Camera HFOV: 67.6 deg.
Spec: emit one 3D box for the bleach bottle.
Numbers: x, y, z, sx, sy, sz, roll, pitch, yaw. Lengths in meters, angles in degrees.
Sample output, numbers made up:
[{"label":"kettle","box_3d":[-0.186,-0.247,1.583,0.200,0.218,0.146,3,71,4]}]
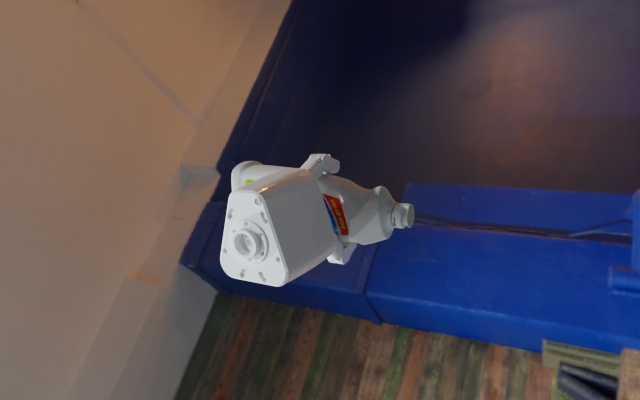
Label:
[{"label":"bleach bottle","box_3d":[0.000,0.002,0.638,0.251,0.102,0.068,4,15,29]}]
